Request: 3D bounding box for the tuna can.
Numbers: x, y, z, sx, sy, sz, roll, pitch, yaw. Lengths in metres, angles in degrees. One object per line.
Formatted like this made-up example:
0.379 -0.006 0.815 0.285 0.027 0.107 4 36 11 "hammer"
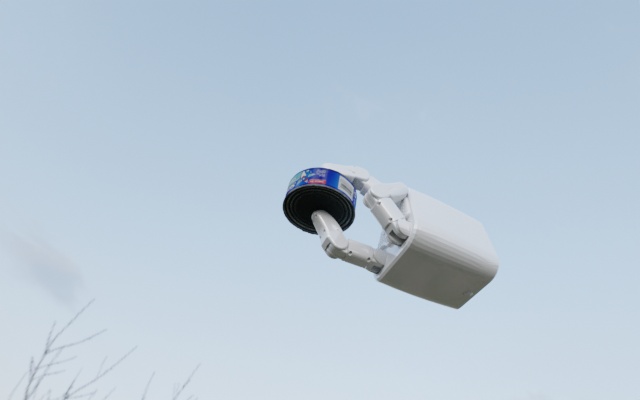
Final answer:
0.000 0.001 0.566 0.086 0.033 0.086 6 -43 6 "tuna can"
